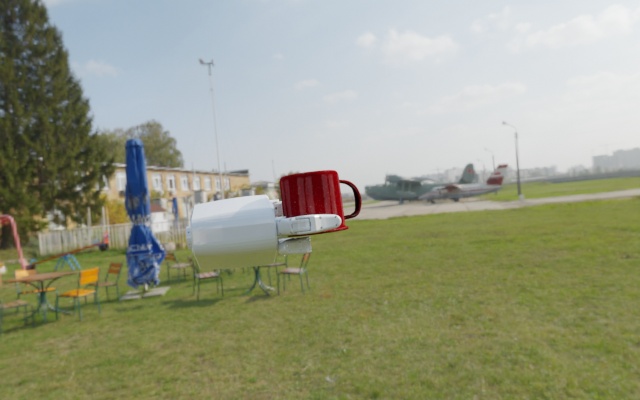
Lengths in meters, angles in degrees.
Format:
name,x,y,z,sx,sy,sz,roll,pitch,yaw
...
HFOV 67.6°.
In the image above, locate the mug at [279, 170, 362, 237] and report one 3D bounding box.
name,x,y,z,sx,sy,sz,roll,pitch,yaw
mug,0.001,0.002,0.653,0.117,0.081,0.093,-7,-1,-12
